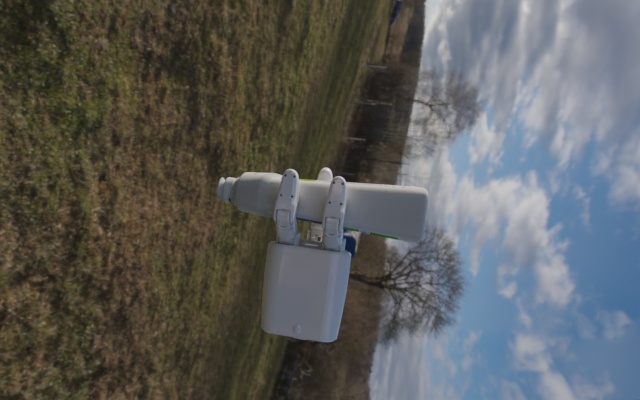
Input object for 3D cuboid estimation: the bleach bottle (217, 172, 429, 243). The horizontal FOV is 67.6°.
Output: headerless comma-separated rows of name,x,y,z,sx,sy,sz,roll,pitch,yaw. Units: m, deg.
bleach bottle,0.000,0.002,0.590,0.251,0.068,0.102,8,-1,7
